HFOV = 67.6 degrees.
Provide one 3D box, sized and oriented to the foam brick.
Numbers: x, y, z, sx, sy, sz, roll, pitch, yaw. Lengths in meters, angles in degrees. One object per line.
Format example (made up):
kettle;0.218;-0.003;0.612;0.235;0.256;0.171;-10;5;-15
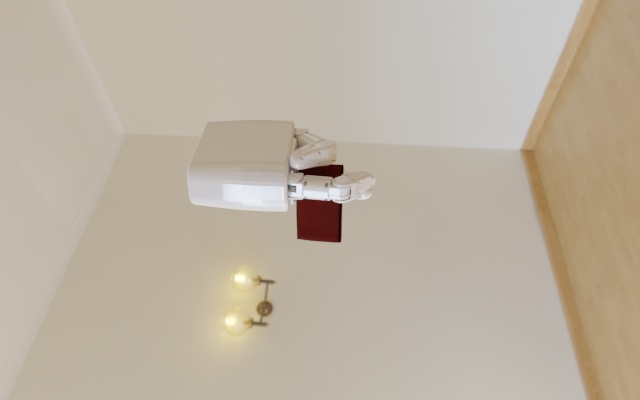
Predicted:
foam brick;0.000;0.002;0.551;0.051;0.078;0.053;2;26;3
